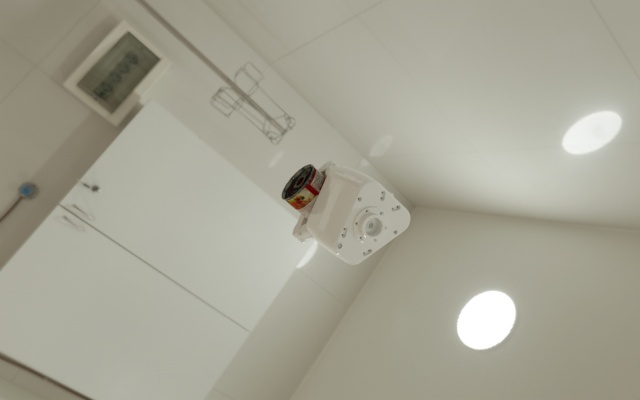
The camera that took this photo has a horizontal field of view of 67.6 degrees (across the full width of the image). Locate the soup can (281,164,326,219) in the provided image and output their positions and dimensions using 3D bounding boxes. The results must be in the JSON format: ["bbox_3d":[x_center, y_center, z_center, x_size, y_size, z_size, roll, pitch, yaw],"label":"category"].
[{"bbox_3d":[0.000,0.003,0.732,0.102,0.068,0.068,41,-19,-23],"label":"soup can"}]
